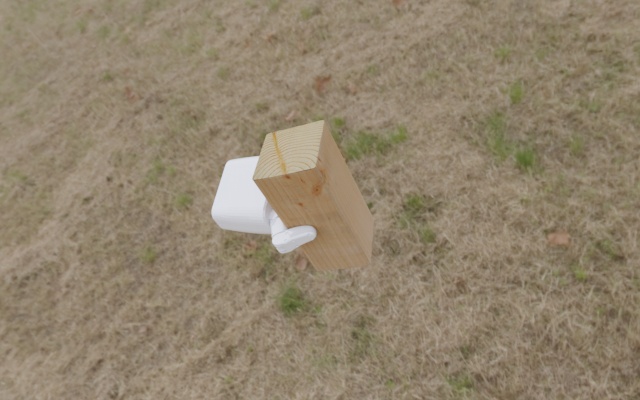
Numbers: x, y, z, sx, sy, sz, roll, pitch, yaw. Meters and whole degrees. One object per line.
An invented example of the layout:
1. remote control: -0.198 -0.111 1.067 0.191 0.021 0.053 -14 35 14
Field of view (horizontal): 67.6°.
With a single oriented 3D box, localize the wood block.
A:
1. wood block: 0.000 0.002 0.670 0.090 0.090 0.206 -10 -44 23
